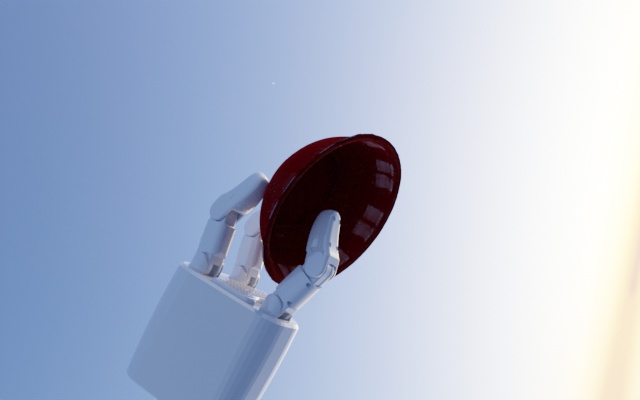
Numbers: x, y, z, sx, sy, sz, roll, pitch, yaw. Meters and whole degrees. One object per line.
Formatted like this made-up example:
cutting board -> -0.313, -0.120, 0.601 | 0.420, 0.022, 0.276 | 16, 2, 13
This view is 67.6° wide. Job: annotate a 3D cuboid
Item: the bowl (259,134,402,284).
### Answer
bowl -> 0.001, 0.000, 0.444 | 0.162, 0.162, 0.055 | 0, 31, -46
